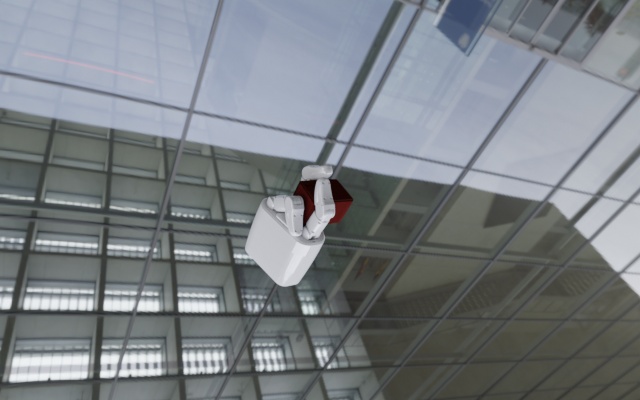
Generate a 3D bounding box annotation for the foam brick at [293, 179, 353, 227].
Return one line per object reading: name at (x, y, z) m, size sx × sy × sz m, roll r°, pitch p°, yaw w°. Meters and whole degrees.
foam brick at (0.000, 0.002, 0.752) m, size 0.078 × 0.051 × 0.053 m, roll -4°, pitch 45°, yaw -38°
